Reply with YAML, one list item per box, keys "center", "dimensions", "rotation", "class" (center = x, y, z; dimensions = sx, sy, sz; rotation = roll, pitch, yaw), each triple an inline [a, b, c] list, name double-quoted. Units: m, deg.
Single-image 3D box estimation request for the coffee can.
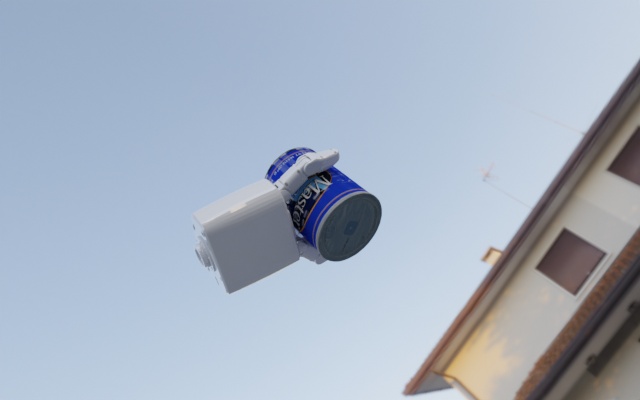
- center: [0.000, 0.002, 0.653]
  dimensions: [0.103, 0.103, 0.140]
  rotation: [0, 29, -40]
  class: "coffee can"
